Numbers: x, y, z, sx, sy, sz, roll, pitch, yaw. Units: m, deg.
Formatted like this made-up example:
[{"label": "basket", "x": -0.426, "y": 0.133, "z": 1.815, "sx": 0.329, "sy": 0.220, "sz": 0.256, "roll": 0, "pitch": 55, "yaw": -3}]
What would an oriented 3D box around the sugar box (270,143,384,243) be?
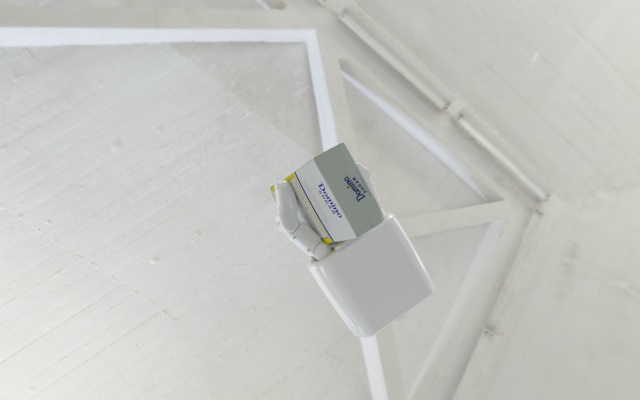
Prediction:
[{"label": "sugar box", "x": 0.001, "y": 0.002, "z": 0.554, "sx": 0.048, "sy": 0.093, "sz": 0.176, "roll": -30, "pitch": 3, "yaw": -24}]
